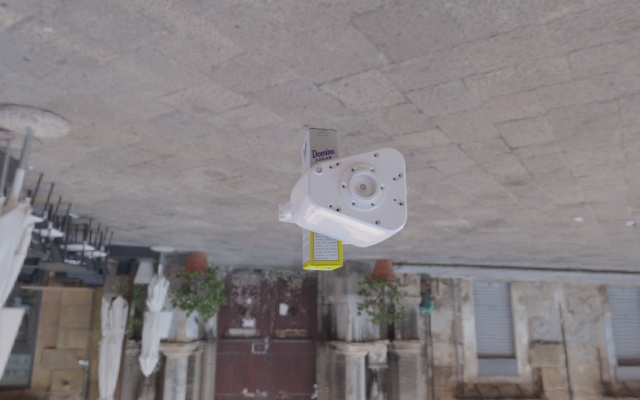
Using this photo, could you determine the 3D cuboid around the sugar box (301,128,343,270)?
[{"bbox_3d":[0.001,0.002,0.635,0.048,0.176,0.093,3,-11,-8],"label":"sugar box"}]
